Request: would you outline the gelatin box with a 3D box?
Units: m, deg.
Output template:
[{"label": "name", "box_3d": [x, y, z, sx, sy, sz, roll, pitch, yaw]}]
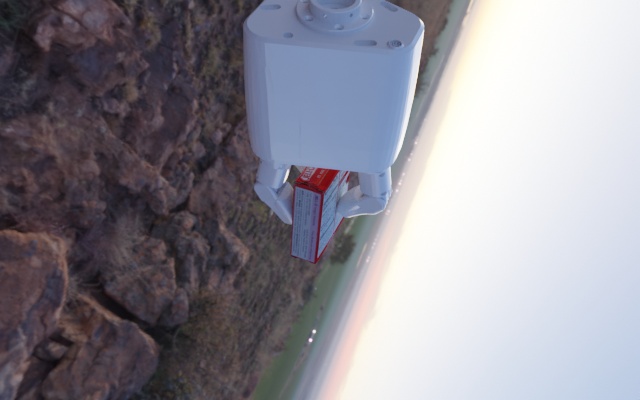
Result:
[{"label": "gelatin box", "box_3d": [0.000, 0.002, 0.439, 0.030, 0.089, 0.073, 17, 41, 15]}]
